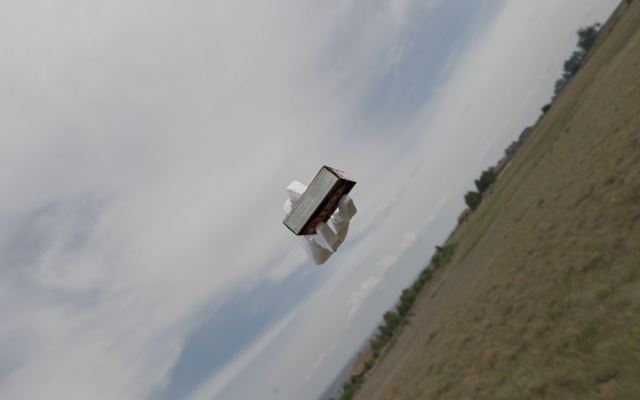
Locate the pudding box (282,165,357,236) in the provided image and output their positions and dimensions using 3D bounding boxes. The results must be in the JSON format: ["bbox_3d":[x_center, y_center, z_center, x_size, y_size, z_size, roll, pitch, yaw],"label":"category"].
[{"bbox_3d":[0.000,0.002,0.748,0.039,0.113,0.090,38,10,16],"label":"pudding box"}]
